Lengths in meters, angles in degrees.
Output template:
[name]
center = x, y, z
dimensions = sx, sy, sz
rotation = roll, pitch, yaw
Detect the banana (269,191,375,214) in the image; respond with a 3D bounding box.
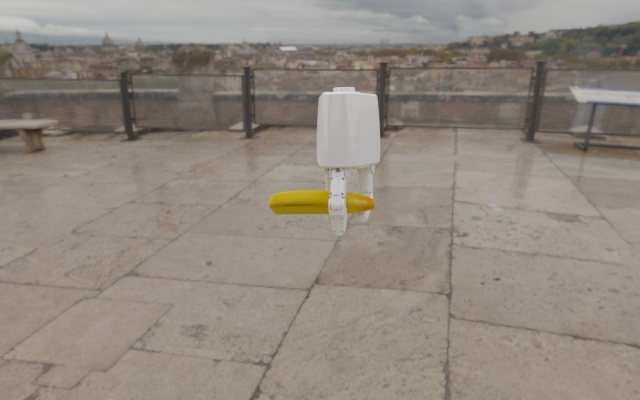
[banana]
center = -0.014, 0.003, 0.740
dimensions = 0.198, 0.037, 0.069
rotation = -2, 0, 38
